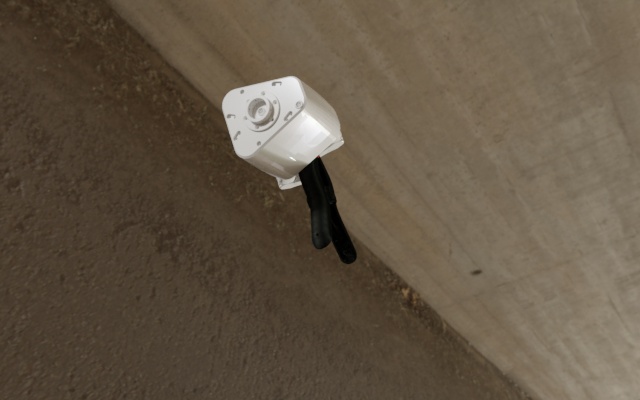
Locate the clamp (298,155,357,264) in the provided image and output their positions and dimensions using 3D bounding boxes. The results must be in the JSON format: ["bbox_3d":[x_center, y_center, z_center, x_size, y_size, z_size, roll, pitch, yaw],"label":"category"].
[{"bbox_3d":[0.001,0.002,0.643,0.039,0.171,0.120,-23,-16,9],"label":"clamp"}]
